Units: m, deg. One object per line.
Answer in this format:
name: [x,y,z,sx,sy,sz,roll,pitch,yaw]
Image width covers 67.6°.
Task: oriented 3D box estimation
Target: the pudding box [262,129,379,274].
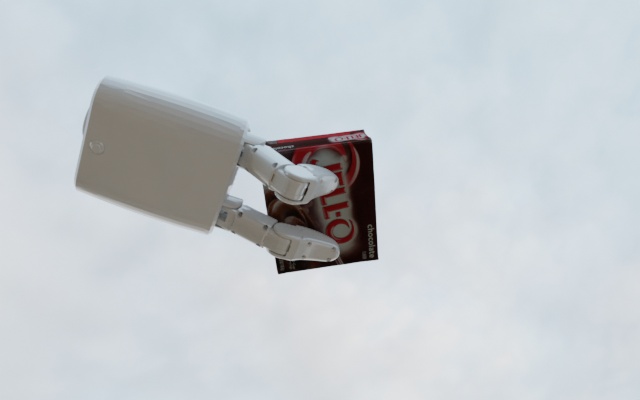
pudding box: [0.000,0.001,0.404,0.090,0.113,0.039,-8,26,-2]
